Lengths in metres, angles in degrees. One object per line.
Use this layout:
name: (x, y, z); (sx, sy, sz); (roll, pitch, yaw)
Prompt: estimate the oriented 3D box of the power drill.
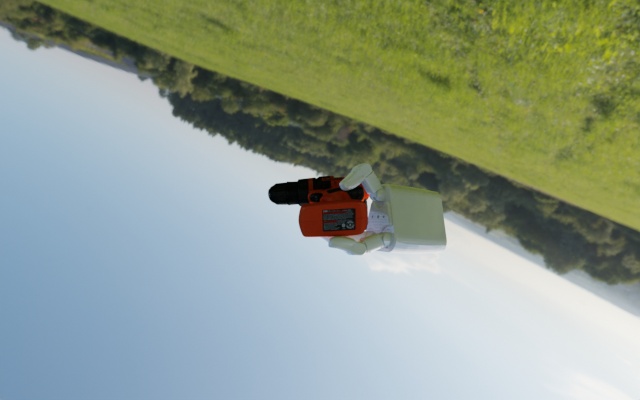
power drill: (0.000, 0.003, 0.800); (0.184, 0.057, 0.187); (-5, 18, -1)
